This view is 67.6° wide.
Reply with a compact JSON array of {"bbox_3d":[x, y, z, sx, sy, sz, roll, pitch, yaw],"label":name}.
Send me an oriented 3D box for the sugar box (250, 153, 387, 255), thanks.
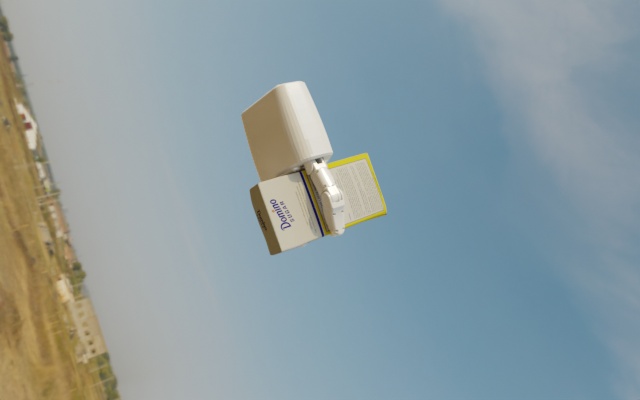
[{"bbox_3d":[0.000,0.002,0.643,0.176,0.093,0.048,-17,-4,-28],"label":"sugar box"}]
